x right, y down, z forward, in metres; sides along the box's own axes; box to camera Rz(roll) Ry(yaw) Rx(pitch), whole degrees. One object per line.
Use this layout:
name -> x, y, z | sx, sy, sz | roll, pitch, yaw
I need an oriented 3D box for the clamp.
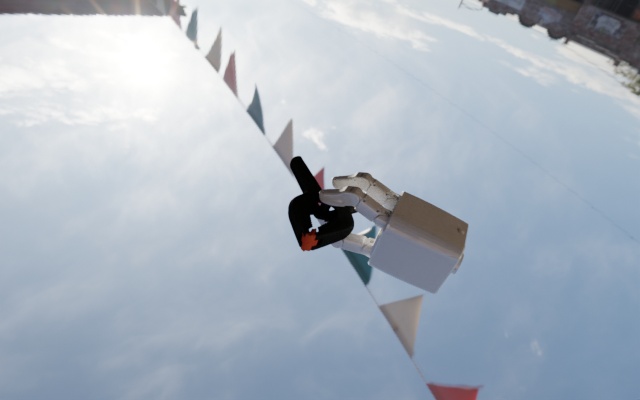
clamp -> 0.000, 0.003, 0.691 | 0.164, 0.036, 0.210 | 25, 31, 10
